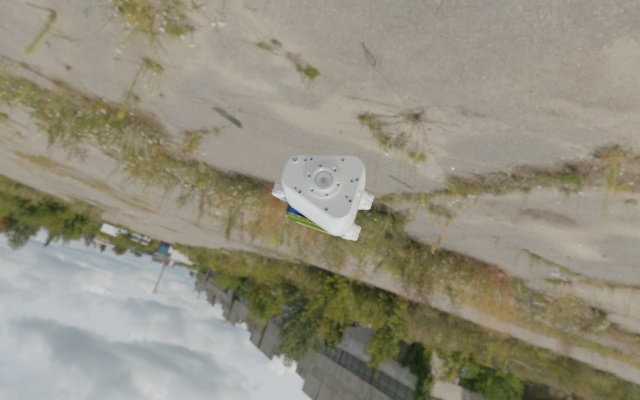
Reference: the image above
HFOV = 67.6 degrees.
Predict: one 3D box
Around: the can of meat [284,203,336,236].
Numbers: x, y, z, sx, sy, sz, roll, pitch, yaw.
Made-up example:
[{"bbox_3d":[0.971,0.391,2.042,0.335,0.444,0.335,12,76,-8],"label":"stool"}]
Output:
[{"bbox_3d":[0.000,0.003,0.779,0.102,0.084,0.057,19,-12,3],"label":"can of meat"}]
